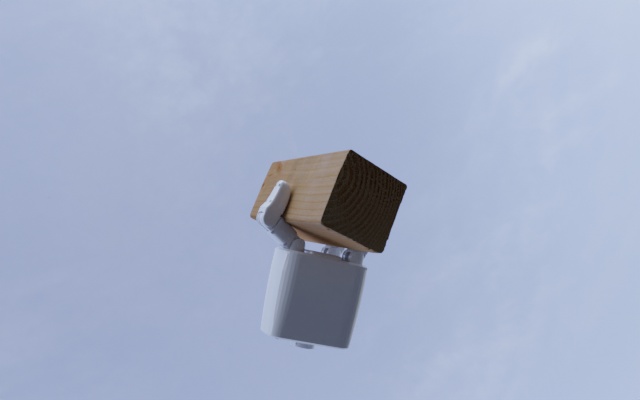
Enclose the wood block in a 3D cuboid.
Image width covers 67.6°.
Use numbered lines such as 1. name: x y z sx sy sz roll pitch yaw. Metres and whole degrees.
1. wood block: 0.000 0.002 0.610 0.091 0.090 0.206 28 -13 -27
